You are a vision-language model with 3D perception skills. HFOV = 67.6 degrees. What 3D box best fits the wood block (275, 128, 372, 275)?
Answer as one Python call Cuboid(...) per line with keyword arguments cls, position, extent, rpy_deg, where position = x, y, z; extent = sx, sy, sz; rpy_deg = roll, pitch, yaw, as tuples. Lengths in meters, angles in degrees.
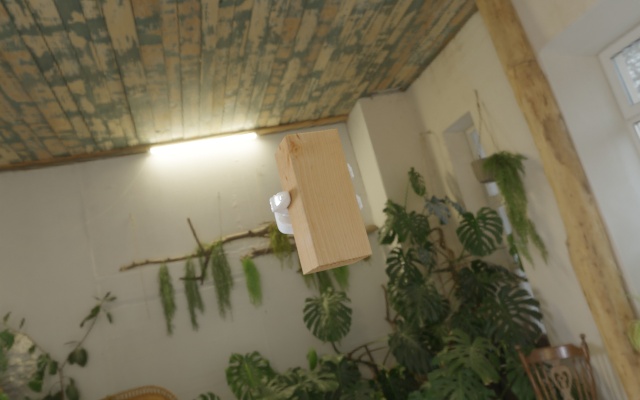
Cuboid(cls="wood block", position=(0.000, 0.003, 0.757), extent=(0.091, 0.206, 0.090), rpy_deg=(-11, -13, -20))
